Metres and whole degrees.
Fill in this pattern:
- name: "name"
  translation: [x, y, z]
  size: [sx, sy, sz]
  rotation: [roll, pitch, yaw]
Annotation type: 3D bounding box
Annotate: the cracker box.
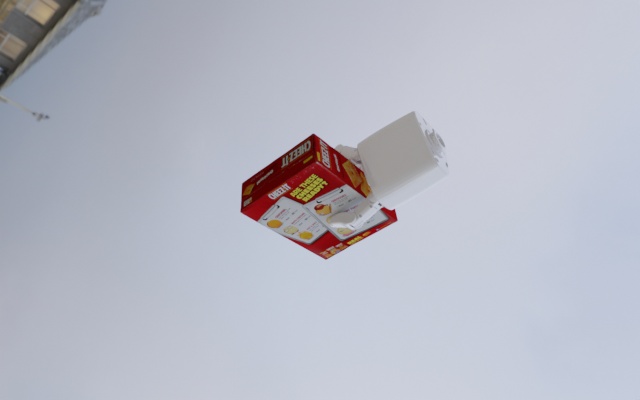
- name: "cracker box"
  translation: [0.000, 0.003, 0.797]
  size: [0.164, 0.072, 0.214]
  rotation: [-32, -45, 27]
